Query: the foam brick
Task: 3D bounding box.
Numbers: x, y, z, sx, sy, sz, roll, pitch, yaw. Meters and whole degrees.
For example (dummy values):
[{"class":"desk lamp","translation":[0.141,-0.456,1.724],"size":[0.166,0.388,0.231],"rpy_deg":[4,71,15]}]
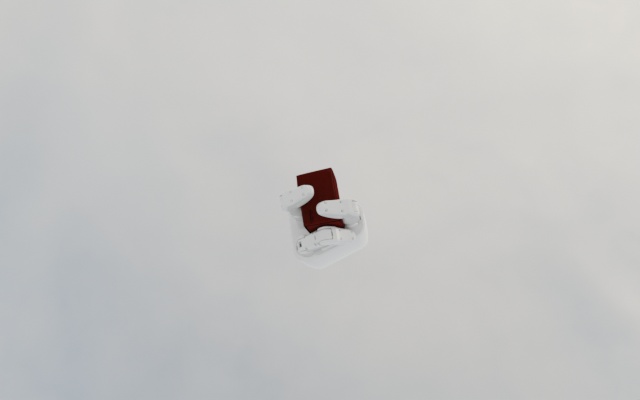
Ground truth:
[{"class":"foam brick","translation":[0.000,0.002,0.672],"size":[0.053,0.078,0.051],"rpy_deg":[-11,-18,7]}]
